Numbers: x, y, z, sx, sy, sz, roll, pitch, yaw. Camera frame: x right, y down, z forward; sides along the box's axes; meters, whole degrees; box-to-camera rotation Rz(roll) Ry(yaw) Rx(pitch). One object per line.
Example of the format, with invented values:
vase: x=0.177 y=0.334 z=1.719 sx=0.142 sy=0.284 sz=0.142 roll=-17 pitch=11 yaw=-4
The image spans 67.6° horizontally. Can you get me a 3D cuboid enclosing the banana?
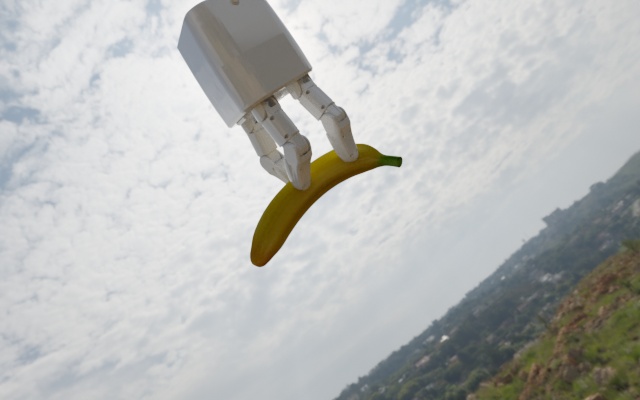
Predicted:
banana: x=-0.007 y=-0.008 z=0.517 sx=0.198 sy=0.037 sz=0.069 roll=-37 pitch=40 yaw=-12
